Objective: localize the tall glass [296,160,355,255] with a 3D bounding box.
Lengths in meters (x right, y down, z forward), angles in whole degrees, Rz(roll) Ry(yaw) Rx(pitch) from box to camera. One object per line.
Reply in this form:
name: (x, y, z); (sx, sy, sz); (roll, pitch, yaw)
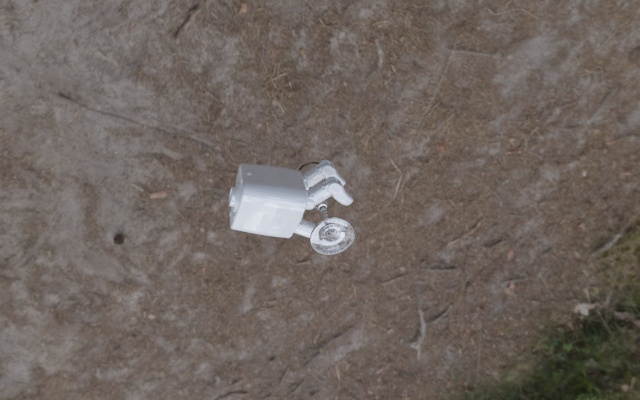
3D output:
tall glass: (0.000, 0.003, 0.845); (0.079, 0.079, 0.201); (0, 34, -13)
